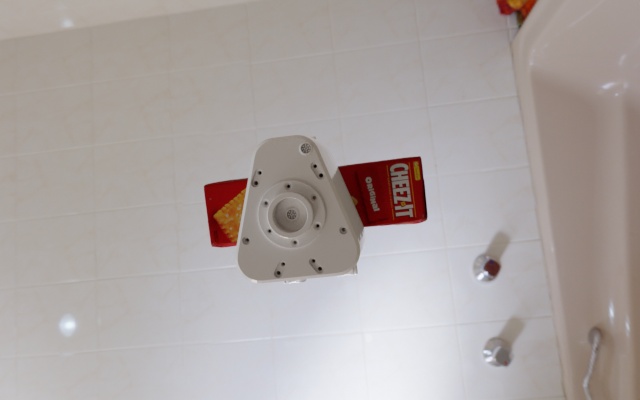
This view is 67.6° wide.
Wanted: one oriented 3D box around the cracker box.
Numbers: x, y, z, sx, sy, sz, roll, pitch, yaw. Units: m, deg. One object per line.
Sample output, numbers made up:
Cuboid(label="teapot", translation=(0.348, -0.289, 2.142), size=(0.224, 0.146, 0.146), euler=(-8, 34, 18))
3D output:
Cuboid(label="cracker box", translation=(0.000, 0.002, 0.536), size=(0.214, 0.072, 0.164), euler=(-6, 1, 5))
